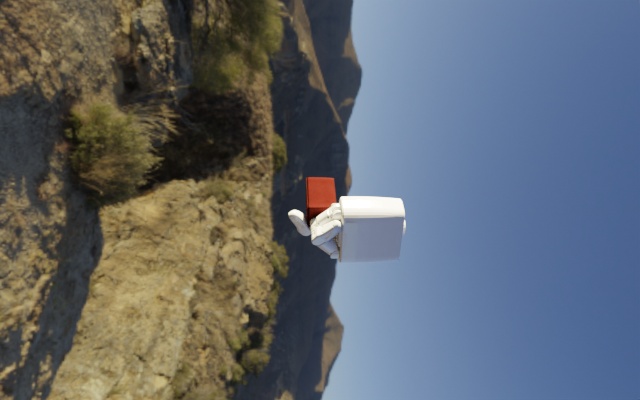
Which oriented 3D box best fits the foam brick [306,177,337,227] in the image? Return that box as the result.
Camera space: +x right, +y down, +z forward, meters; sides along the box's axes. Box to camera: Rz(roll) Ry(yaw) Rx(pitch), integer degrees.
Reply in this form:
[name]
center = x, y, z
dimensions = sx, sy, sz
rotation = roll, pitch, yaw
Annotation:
[foam brick]
center = 0.000, 0.003, 0.859
dimensions = 0.051, 0.078, 0.053
rotation = -1, -43, -3
